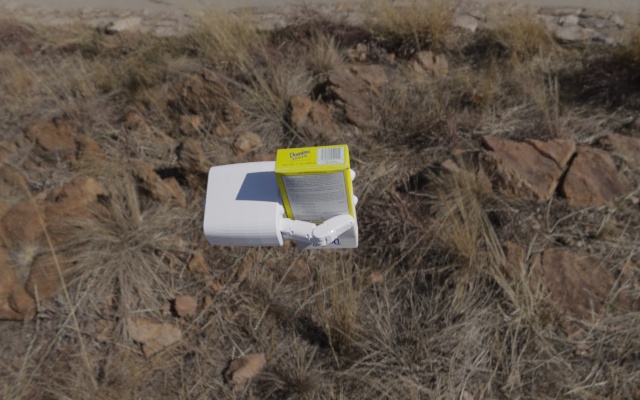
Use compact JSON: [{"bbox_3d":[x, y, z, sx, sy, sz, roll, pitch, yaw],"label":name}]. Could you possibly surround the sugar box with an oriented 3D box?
[{"bbox_3d":[0.000,0.002,0.657,0.093,0.048,0.176,-2,-37,7],"label":"sugar box"}]
